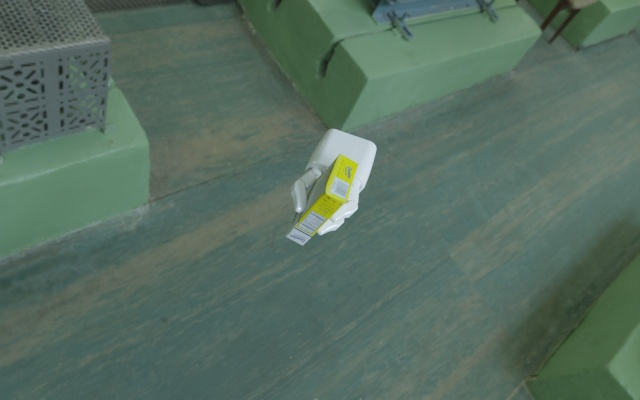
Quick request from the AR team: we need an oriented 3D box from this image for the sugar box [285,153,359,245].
[{"bbox_3d":[0.001,0.003,0.858,0.048,0.093,0.176,28,-38,-8],"label":"sugar box"}]
